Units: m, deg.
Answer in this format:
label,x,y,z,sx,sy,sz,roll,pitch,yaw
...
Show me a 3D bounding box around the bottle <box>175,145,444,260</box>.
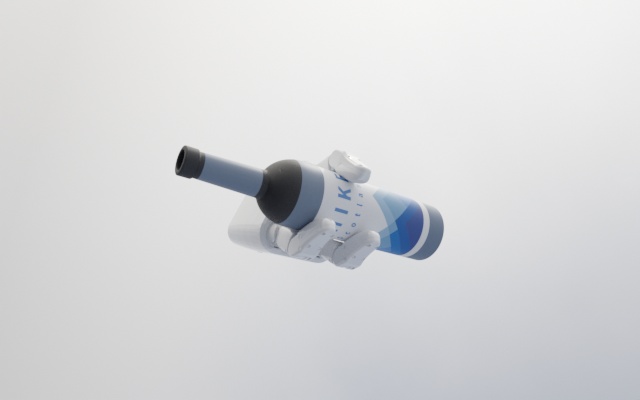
label,x,y,z,sx,sy,sz,roll,pitch,yaw
bottle,0.000,0.002,0.486,0.296,0.069,0.069,17,-9,-31
